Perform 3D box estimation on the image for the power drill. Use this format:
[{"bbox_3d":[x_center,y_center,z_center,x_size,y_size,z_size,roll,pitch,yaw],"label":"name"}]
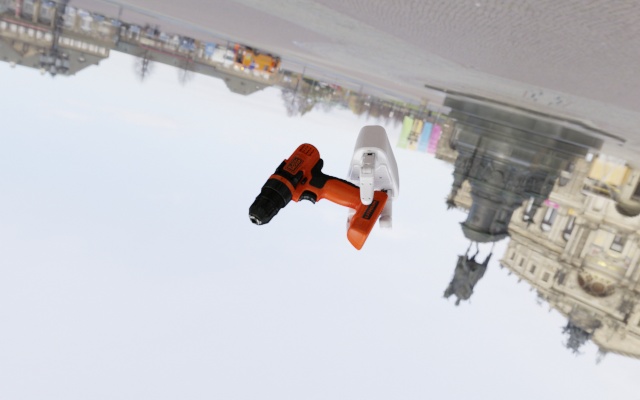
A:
[{"bbox_3d":[0.001,0.003,0.769,0.187,0.184,0.057,29,-35,9],"label":"power drill"}]
